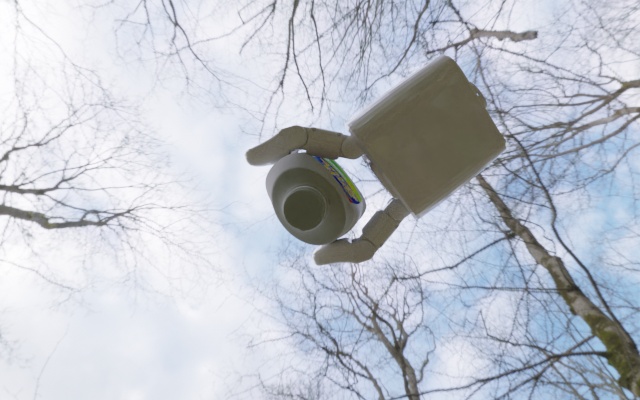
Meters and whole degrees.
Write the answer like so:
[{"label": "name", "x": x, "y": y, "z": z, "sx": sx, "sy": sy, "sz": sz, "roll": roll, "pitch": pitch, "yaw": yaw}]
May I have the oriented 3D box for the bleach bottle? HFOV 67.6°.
[{"label": "bleach bottle", "x": 0.000, "y": 0.001, "z": 0.453, "sx": 0.068, "sy": 0.102, "sz": 0.251, "roll": -38, "pitch": 3, "yaw": 6}]
